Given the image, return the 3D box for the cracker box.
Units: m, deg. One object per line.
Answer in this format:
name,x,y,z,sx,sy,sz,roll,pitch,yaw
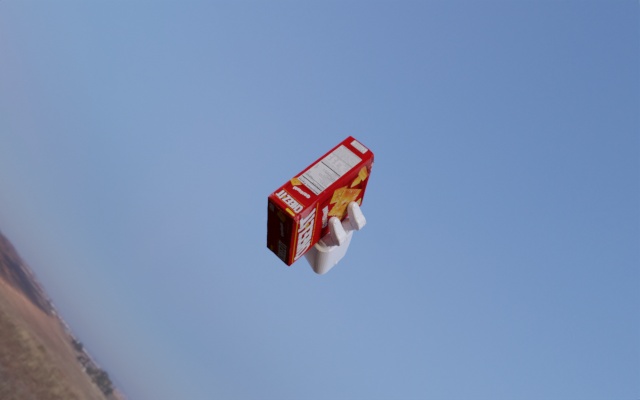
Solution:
cracker box,0.000,0.003,0.886,0.072,0.164,0.213,39,58,20
